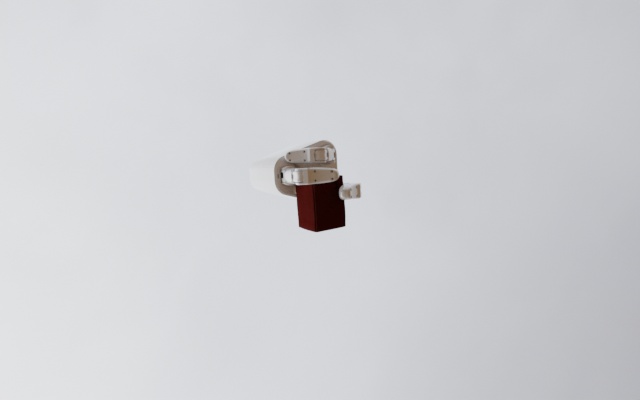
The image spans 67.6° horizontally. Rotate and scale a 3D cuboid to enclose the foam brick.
[{"bbox_3d":[0.000,0.003,0.694,0.053,0.078,0.051,-7,7,-32],"label":"foam brick"}]
